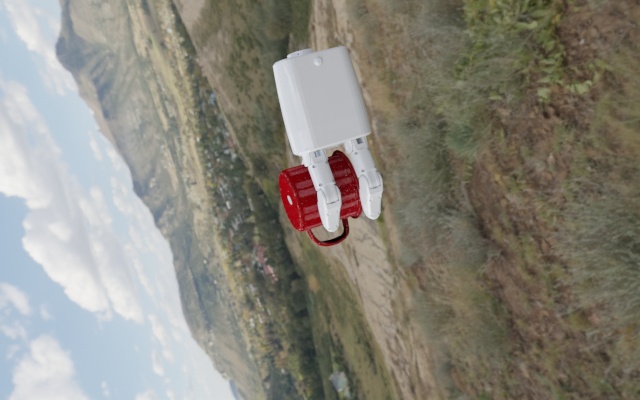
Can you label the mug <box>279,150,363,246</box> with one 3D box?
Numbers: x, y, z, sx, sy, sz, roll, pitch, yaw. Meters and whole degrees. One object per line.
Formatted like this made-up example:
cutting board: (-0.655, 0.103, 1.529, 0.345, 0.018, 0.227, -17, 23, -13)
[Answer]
mug: (0.000, 0.003, 0.612, 0.081, 0.117, 0.093, -17, 8, -17)
